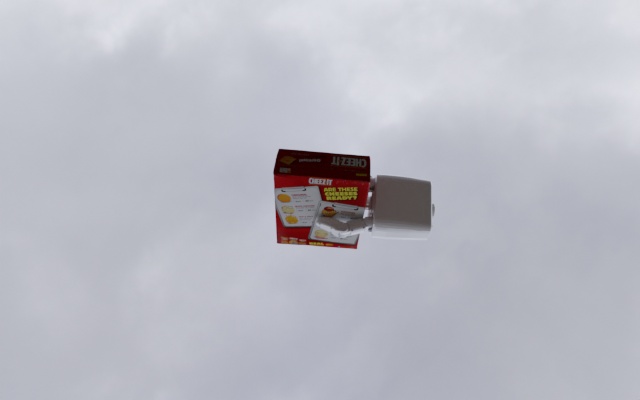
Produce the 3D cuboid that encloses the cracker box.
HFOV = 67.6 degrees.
[{"bbox_3d":[0.000,0.003,0.888,0.164,0.072,0.214,4,-38,0],"label":"cracker box"}]
